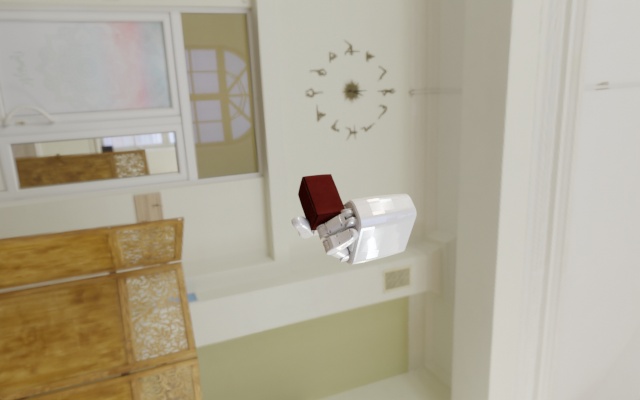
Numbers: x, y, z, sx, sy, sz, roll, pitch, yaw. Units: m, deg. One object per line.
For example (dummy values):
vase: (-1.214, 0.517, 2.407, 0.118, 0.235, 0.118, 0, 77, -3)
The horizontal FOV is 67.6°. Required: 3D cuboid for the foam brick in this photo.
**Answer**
foam brick: (0.000, 0.002, 0.793, 0.051, 0.078, 0.053, -9, -29, -19)
